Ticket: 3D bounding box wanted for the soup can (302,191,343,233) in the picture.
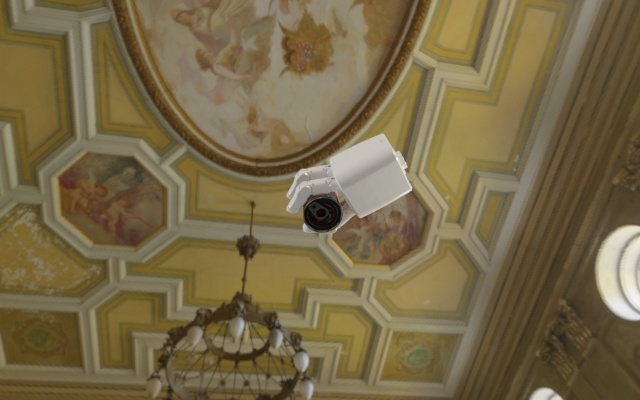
[{"bbox_3d":[0.000,0.003,0.847,0.068,0.068,0.102,0,26,-5],"label":"soup can"}]
